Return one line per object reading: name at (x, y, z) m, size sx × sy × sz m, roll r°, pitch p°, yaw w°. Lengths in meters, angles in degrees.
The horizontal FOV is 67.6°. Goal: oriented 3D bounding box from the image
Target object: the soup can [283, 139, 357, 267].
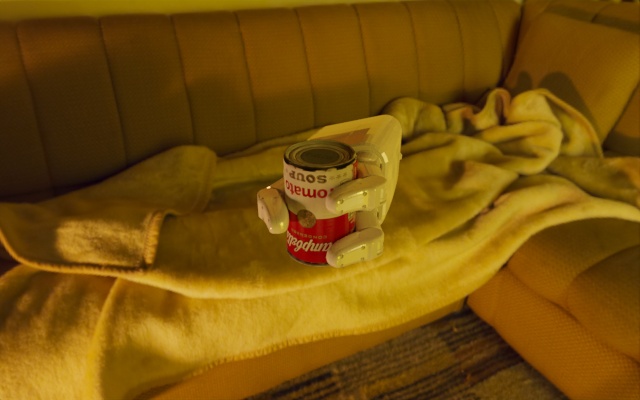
soup can at (0.000, 0.001, 0.450) m, size 0.068 × 0.102 × 0.068 m, roll 0°, pitch 29°, yaw 0°
